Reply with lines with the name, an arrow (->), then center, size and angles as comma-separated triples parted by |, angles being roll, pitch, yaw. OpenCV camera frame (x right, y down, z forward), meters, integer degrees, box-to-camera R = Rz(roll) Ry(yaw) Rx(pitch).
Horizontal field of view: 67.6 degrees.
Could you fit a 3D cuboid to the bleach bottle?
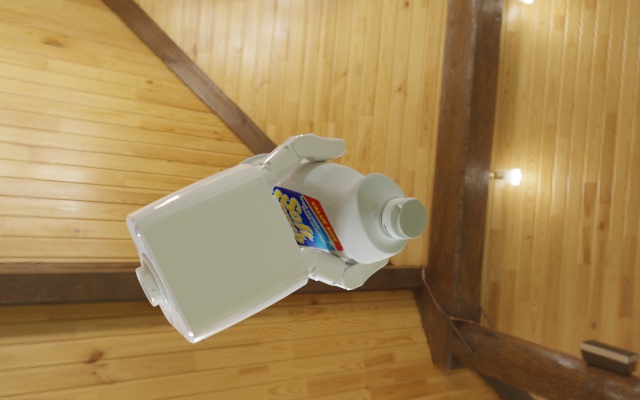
bleach bottle -> 0.000, 0.002, 0.452 | 0.068, 0.102, 0.251 | -25, 14, -28
